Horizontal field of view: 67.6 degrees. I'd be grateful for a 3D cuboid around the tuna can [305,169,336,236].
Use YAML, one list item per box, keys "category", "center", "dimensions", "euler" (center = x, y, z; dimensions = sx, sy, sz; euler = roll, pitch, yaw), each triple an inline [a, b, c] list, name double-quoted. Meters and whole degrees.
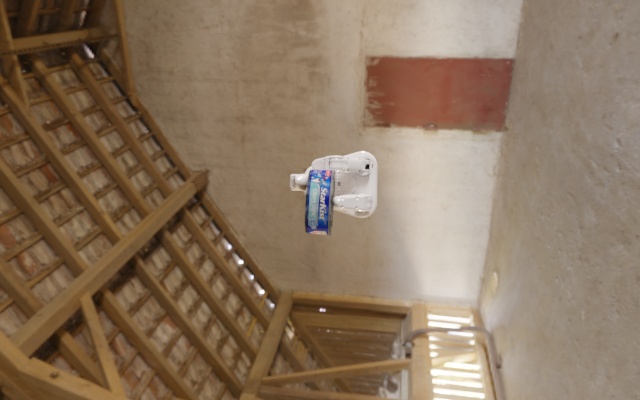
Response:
- category: "tuna can"
  center: [0.000, 0.002, 0.626]
  dimensions: [0.034, 0.086, 0.086]
  euler: [4, 0, 3]
